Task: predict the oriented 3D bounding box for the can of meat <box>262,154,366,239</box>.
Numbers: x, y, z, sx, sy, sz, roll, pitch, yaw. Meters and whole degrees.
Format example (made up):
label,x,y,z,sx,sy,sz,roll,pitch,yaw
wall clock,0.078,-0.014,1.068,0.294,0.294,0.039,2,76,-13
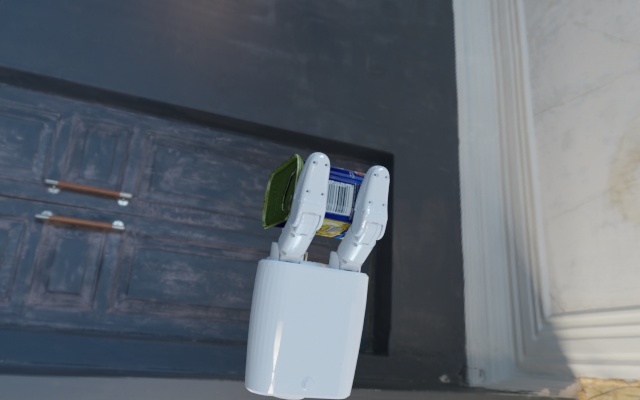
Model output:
label,x,y,z,sx,sy,sz,roll,pitch,yaw
can of meat,0.000,0.001,0.443,0.084,0.057,0.102,12,-13,-19
